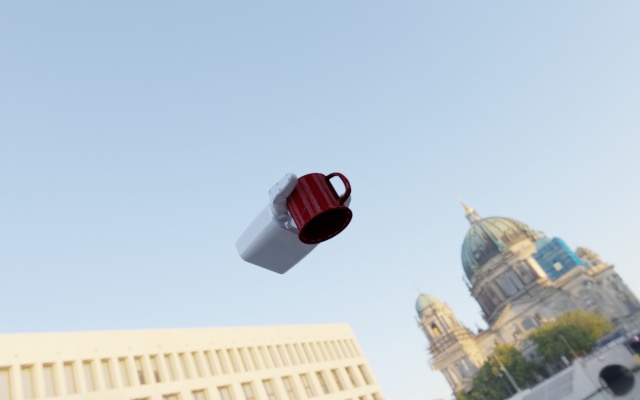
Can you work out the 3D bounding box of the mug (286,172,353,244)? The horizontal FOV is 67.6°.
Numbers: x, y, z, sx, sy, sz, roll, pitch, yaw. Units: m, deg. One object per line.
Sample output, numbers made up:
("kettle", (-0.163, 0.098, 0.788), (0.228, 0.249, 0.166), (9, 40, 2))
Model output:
("mug", (0.001, 0.001, 0.754), (0.093, 0.081, 0.117), (13, -50, -48))
